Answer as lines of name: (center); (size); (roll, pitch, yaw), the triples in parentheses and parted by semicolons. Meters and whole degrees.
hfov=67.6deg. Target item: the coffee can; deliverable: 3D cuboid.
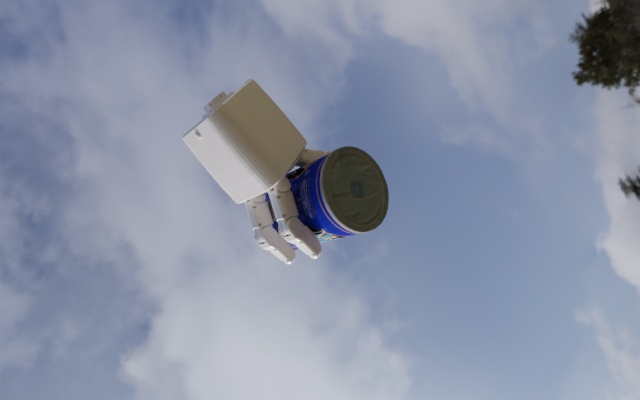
coffee can: (0.000, 0.002, 0.600); (0.103, 0.103, 0.140); (0, -13, -39)
